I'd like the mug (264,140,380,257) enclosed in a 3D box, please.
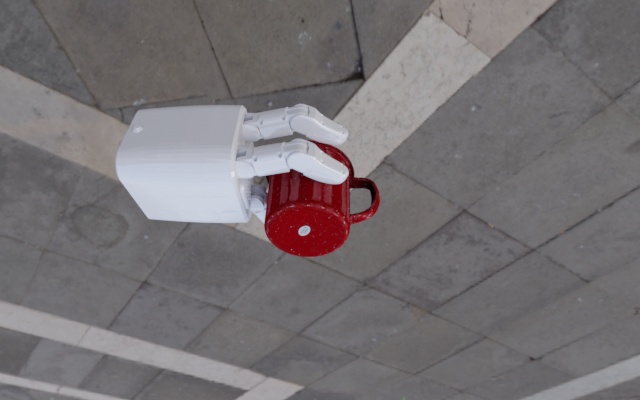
[{"bbox_3d":[0.002,0.002,0.472,0.117,0.081,0.093,-1,-44,2],"label":"mug"}]
